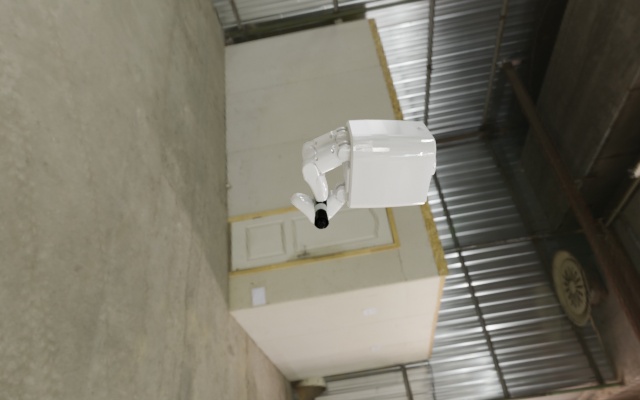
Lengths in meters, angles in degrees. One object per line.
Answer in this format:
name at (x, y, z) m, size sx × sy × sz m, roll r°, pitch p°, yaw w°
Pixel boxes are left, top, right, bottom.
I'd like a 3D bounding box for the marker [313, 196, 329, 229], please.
marker at (0.000, 0.002, 0.643) m, size 0.020 × 0.020 × 0.121 m, roll 0°, pitch 28°, yaw -2°
